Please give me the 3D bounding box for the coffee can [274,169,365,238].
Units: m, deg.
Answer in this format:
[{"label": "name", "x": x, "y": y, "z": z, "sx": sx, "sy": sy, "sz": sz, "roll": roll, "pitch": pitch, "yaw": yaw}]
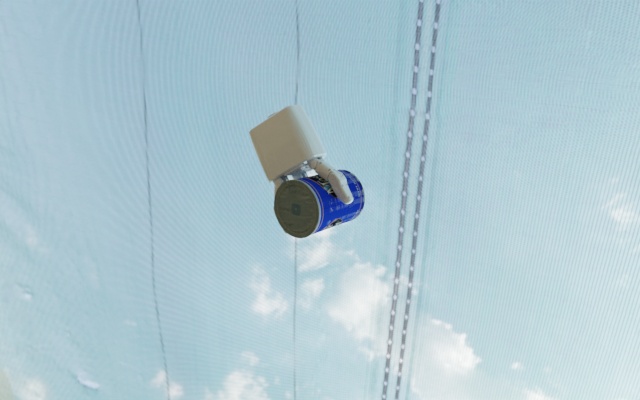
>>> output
[{"label": "coffee can", "x": 0.000, "y": 0.003, "z": 0.869, "sx": 0.103, "sy": 0.103, "sz": 0.140, "roll": 0, "pitch": 10, "yaw": 39}]
